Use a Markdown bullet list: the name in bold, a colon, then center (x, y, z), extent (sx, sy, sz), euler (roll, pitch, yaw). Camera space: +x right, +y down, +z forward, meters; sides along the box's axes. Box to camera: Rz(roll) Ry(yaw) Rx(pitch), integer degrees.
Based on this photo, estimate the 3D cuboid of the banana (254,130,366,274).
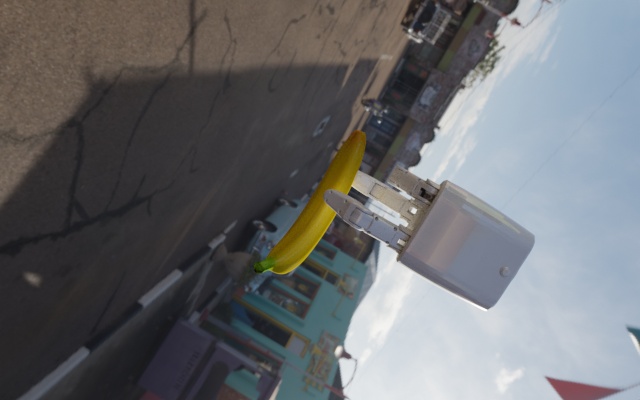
- **banana**: center (-0.002, 0.010, 0.539), extent (0.037, 0.197, 0.070), euler (32, -17, 9)
